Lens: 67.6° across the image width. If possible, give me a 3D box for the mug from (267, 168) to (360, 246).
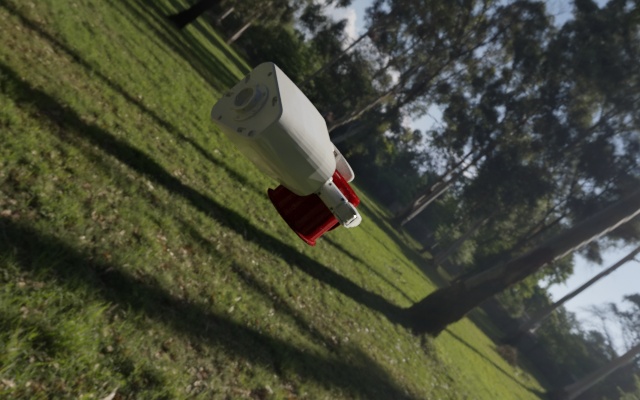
[{"bbox_3d":[0.001,0.003,0.605,0.117,0.081,0.093,44,10,-47],"label":"mug"}]
